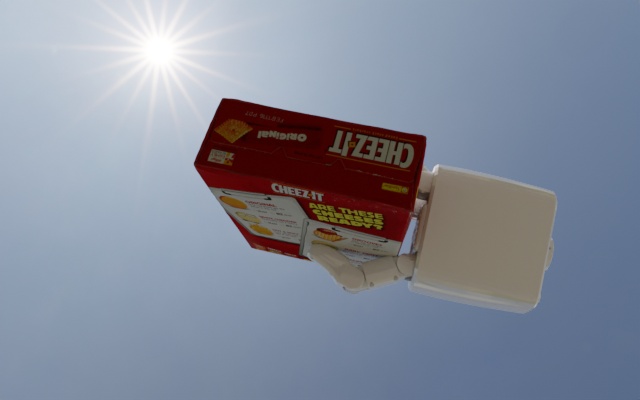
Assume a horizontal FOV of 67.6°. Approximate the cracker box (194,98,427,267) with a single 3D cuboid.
[{"bbox_3d":[0.000,0.002,0.443,0.164,0.072,0.214,12,-21,9],"label":"cracker box"}]
